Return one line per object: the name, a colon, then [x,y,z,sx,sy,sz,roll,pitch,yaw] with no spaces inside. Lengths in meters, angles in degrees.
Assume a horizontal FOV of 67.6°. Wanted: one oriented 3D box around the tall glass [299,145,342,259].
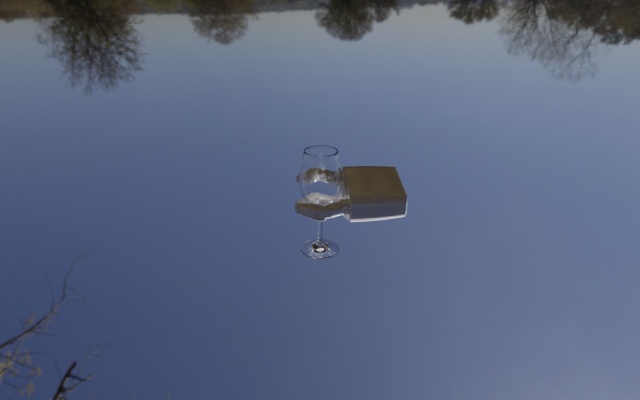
tall glass: [0.000,0.004,0.882,0.079,0.201,0.079,0,24,0]
